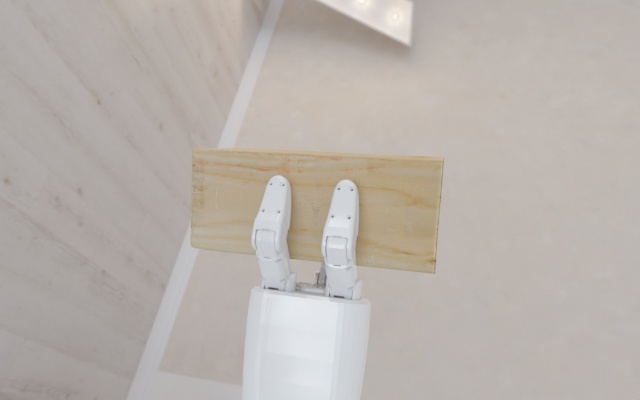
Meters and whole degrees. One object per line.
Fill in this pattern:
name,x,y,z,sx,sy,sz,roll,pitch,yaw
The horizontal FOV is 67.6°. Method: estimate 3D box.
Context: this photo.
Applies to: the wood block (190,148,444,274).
wood block,0.000,0.002,0.424,0.206,0.090,0.091,4,7,14
